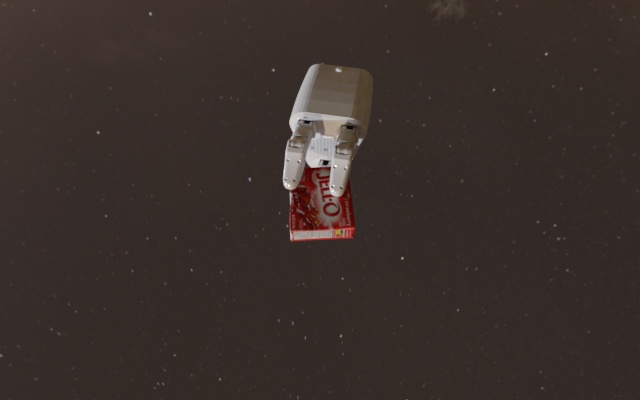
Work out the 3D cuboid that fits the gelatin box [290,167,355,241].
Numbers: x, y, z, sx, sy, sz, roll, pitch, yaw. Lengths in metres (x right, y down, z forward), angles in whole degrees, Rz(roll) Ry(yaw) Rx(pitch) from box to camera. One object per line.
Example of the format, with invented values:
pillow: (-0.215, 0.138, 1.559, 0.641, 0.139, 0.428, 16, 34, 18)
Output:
gelatin box: (0.000, 0.002, 0.562, 0.073, 0.089, 0.030, -2, -32, -2)
